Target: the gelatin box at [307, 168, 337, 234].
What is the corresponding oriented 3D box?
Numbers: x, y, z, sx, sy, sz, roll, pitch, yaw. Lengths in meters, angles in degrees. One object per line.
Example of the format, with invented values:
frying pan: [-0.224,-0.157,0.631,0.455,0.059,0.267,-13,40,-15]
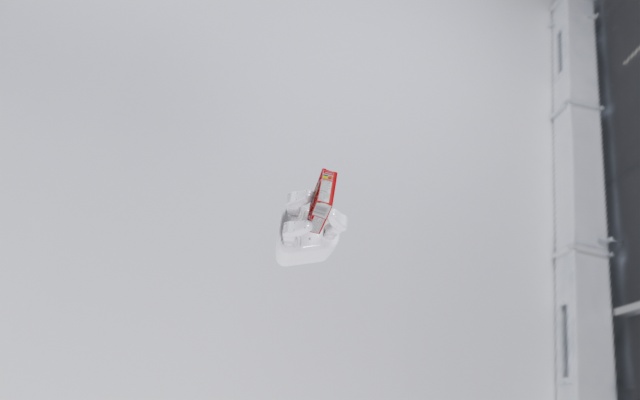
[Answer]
gelatin box: [0.001,0.003,0.799,0.030,0.073,0.089,15,-38,-6]
